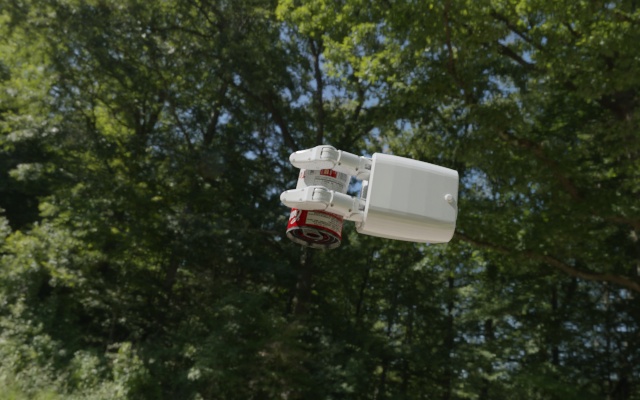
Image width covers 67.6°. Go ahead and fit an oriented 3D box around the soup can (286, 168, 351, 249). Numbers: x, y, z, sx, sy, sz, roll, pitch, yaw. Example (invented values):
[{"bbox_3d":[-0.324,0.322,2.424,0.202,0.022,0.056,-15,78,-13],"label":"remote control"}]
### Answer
[{"bbox_3d":[0.000,0.002,0.606,0.068,0.102,0.068,9,-23,4],"label":"soup can"}]
